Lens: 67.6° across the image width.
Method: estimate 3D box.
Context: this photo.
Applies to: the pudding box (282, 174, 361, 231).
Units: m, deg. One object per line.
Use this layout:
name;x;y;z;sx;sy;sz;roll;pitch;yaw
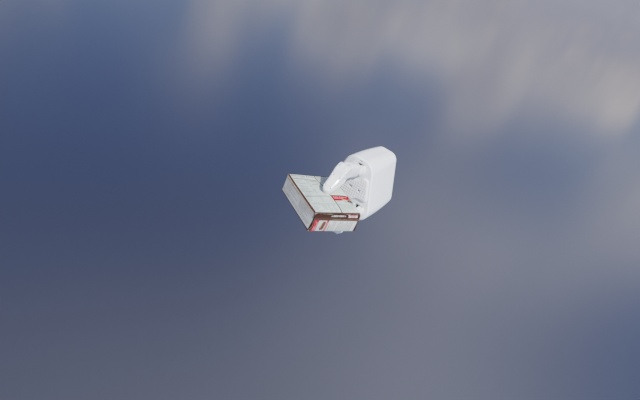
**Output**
pudding box;0.000;0.002;0.772;0.090;0.039;0.113;1;34;-32
